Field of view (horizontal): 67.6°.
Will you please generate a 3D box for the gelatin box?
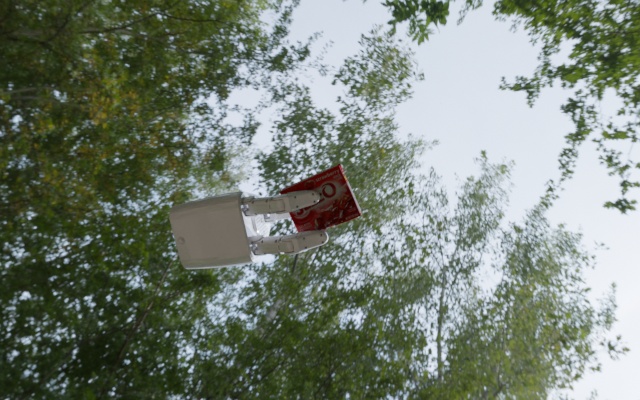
[{"bbox_3d":[0.000,0.002,0.635,0.089,0.073,0.030,-23,7,10],"label":"gelatin box"}]
